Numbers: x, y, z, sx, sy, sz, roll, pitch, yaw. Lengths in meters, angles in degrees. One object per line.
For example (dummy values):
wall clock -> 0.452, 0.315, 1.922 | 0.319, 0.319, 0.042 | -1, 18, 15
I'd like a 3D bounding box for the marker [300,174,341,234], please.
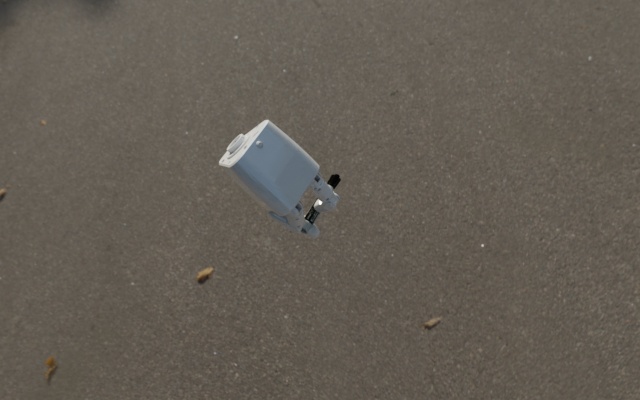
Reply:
marker -> 0.000, 0.003, 0.791 | 0.020, 0.121, 0.020 | 25, -27, 14
